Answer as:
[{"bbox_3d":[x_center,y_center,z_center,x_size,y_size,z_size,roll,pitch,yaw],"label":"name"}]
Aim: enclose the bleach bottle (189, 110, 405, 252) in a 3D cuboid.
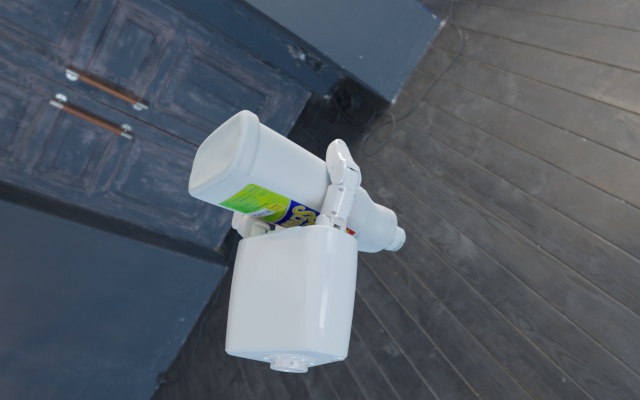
[{"bbox_3d":[0.000,0.002,0.493,0.251,0.068,0.102,24,-31,-33],"label":"bleach bottle"}]
